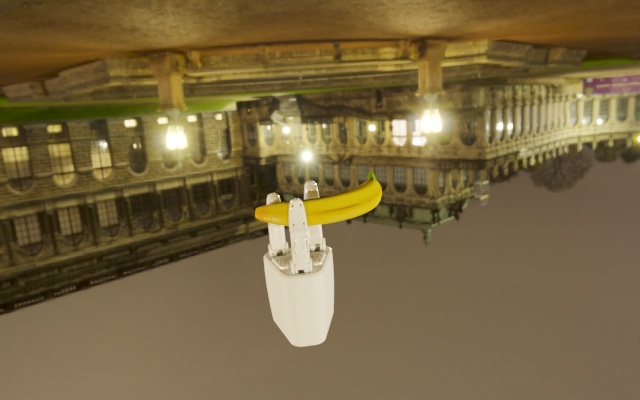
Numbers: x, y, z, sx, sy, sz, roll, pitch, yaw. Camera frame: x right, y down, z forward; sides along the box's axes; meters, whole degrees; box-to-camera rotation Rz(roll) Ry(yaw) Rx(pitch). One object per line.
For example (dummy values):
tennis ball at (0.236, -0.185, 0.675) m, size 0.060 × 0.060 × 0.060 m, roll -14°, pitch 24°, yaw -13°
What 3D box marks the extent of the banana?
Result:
banana at (0.013, 0.006, 0.644) m, size 0.198 × 0.037 × 0.069 m, roll -16°, pitch 22°, yaw -29°
